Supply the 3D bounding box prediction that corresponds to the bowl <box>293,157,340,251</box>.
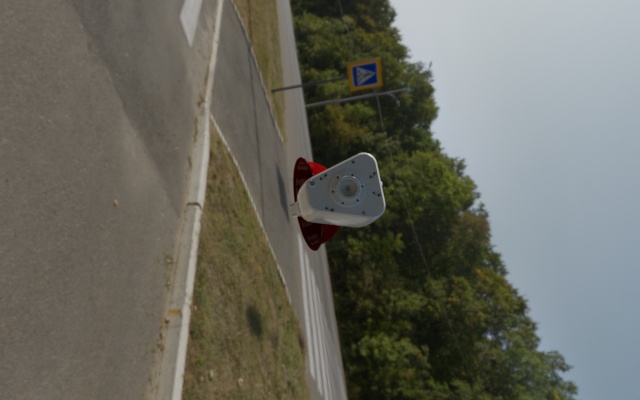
[{"bbox_3d":[0.000,0.002,0.823,0.055,0.162,0.162,-9,3,-17],"label":"bowl"}]
